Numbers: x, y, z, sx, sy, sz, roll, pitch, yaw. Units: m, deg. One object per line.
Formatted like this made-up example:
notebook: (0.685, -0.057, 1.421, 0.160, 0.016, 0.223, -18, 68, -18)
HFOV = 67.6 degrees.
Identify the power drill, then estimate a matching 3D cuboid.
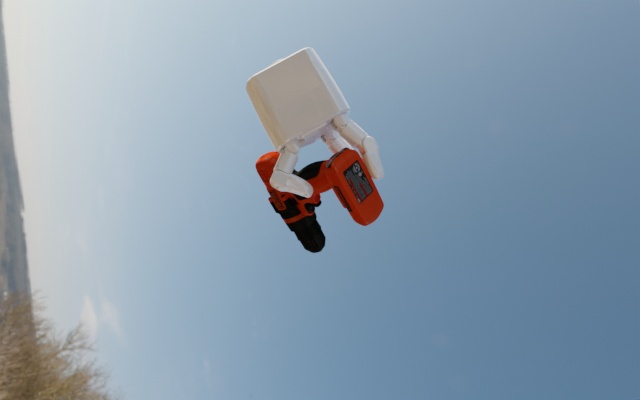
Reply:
power drill: (0.000, 0.002, 0.711, 0.187, 0.184, 0.057, -7, 30, 47)
